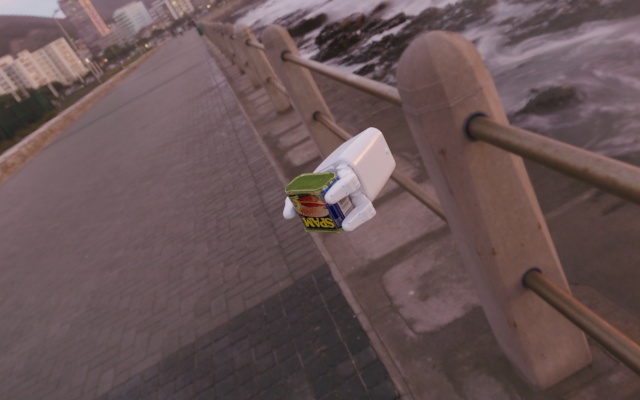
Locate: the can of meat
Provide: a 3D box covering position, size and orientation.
[{"bbox_3d":[0.000,0.002,0.775,0.102,0.084,0.057,-1,37,46],"label":"can of meat"}]
